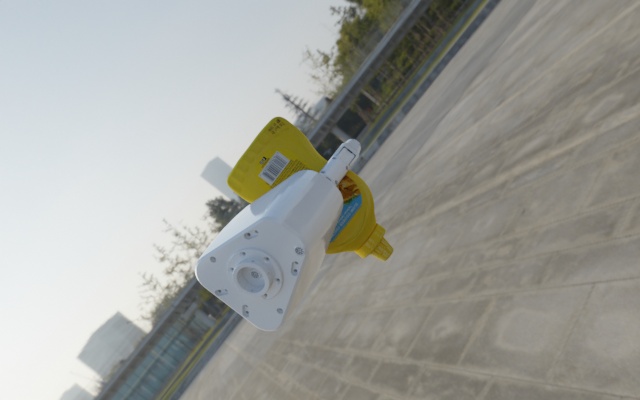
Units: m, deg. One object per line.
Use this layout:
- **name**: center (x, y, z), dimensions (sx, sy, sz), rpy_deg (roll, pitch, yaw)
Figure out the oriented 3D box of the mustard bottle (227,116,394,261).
- **mustard bottle**: center (0.000, 0.001, 0.522), dimensions (0.191, 0.096, 0.058), rpy_deg (38, 3, -1)
